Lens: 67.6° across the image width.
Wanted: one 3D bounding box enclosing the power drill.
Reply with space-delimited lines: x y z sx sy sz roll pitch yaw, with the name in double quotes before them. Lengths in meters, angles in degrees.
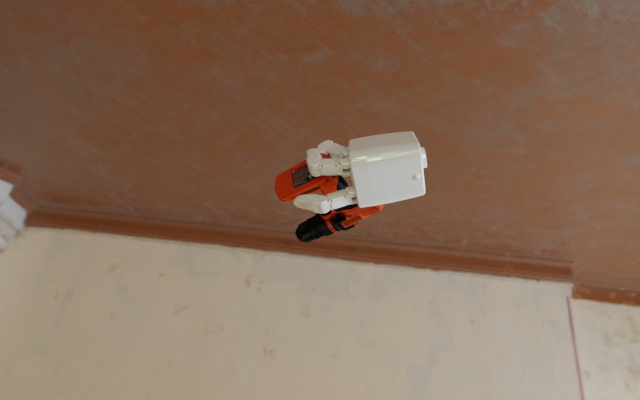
"power drill" 0.000 0.003 0.846 0.184 0.057 0.188 -28 -34 17
